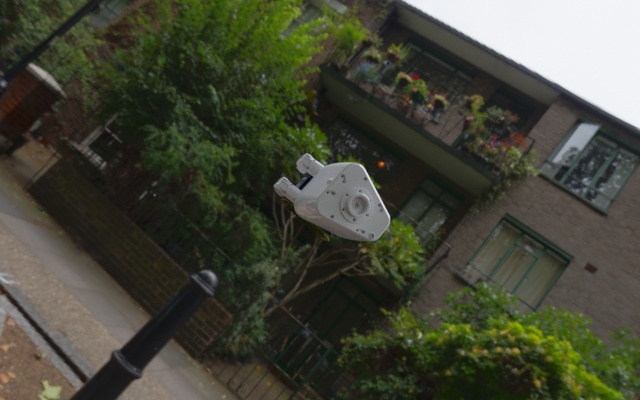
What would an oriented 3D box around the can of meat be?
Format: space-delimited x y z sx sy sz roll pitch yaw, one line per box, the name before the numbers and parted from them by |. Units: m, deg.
can of meat | 0.000 0.002 0.796 0.102 0.084 0.057 43 -11 -9
